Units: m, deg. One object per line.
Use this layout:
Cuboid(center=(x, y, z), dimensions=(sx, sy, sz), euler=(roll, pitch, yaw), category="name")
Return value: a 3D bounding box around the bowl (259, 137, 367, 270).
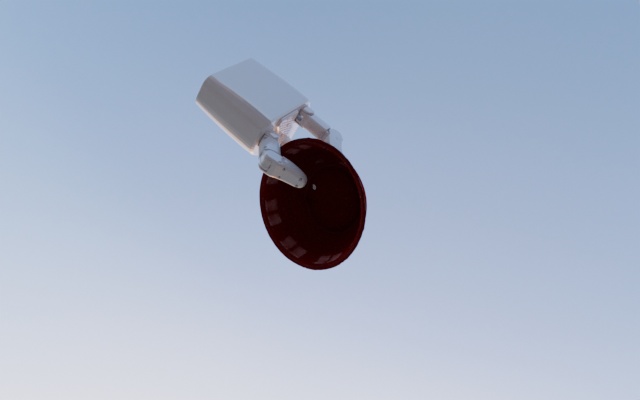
Cuboid(center=(0.001, 0.003, 0.596), dimensions=(0.162, 0.162, 0.055), euler=(0, 8, 37), category="bowl")
